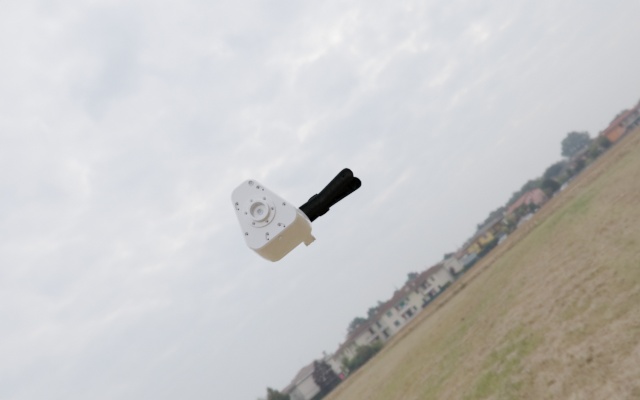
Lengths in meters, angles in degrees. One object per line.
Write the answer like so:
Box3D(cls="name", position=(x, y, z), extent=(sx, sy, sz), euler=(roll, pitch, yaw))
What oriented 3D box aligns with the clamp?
Box3D(cls="clamp", position=(0.000, 0.002, 0.829), extent=(0.171, 0.039, 0.120), euler=(-39, -17, -3))
